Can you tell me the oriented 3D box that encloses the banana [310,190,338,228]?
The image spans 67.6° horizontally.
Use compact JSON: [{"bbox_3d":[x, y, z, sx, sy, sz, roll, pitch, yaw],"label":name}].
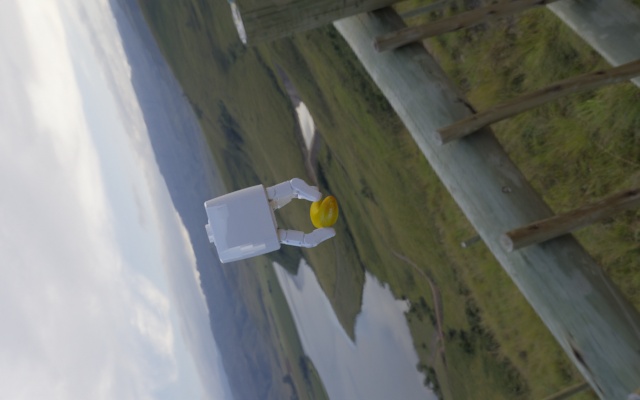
[{"bbox_3d":[0.003,0.021,0.880,0.037,0.069,0.198,-12,6,-8],"label":"banana"}]
